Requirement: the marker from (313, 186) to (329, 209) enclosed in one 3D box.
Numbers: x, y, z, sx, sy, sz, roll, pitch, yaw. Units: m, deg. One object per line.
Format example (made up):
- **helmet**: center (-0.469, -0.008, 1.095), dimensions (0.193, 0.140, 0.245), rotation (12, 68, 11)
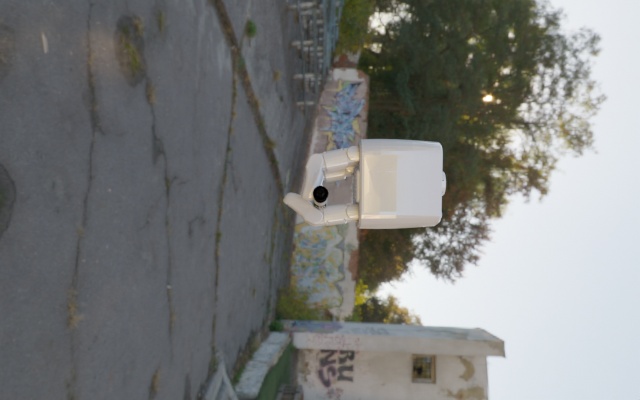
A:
- **marker**: center (0.000, 0.002, 0.618), dimensions (0.020, 0.020, 0.121), rotation (0, -11, 0)
